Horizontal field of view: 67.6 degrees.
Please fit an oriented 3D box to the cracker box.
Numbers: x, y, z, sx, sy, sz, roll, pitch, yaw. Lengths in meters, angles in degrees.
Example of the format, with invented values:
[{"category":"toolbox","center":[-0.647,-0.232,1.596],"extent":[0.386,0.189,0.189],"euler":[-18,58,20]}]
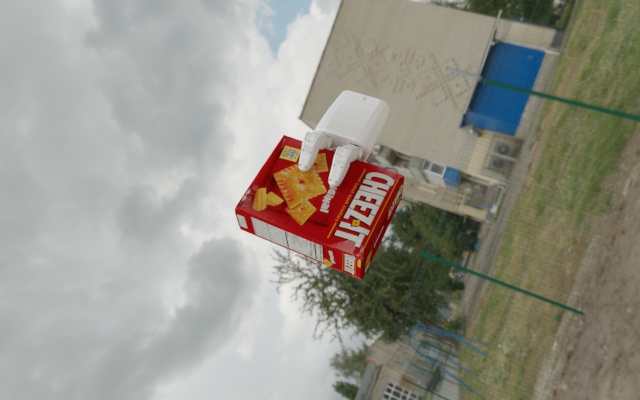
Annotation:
[{"category":"cracker box","center":[0.000,0.002,0.741],"extent":[0.213,0.164,0.072],"euler":[20,-31,17]}]
